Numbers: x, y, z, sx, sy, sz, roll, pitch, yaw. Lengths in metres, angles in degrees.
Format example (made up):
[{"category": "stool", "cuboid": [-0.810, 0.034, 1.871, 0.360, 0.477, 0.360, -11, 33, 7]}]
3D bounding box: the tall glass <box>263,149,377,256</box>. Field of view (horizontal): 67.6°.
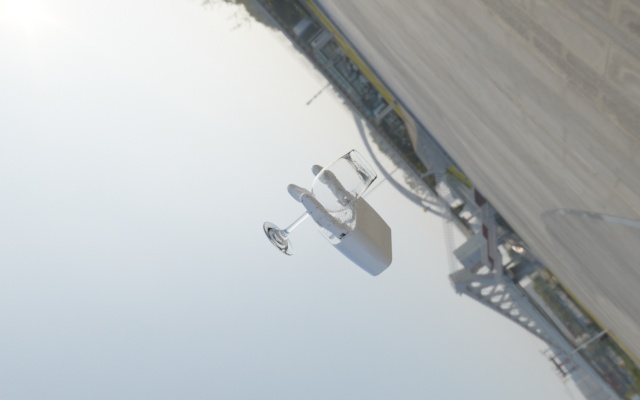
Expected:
[{"category": "tall glass", "cuboid": [0.000, 0.003, 0.799, 0.201, 0.079, 0.079, -41, -12, 14]}]
